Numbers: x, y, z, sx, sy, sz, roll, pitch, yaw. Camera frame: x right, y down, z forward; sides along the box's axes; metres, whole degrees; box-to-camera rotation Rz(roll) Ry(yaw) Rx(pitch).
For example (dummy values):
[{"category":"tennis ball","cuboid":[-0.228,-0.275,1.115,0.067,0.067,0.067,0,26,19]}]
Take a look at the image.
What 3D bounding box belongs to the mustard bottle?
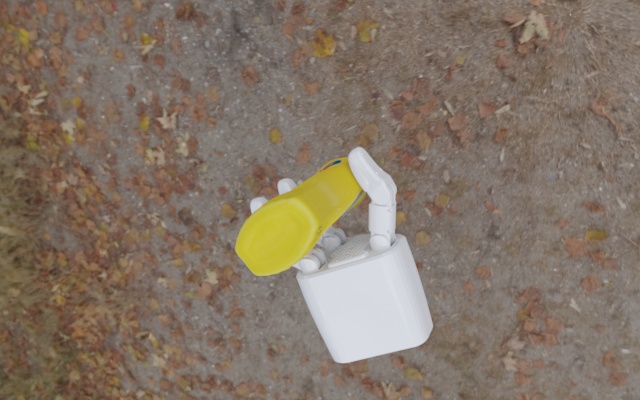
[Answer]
[{"category":"mustard bottle","cuboid":[0.000,0.001,0.484,0.096,0.058,0.191,-42,-2,33]}]
